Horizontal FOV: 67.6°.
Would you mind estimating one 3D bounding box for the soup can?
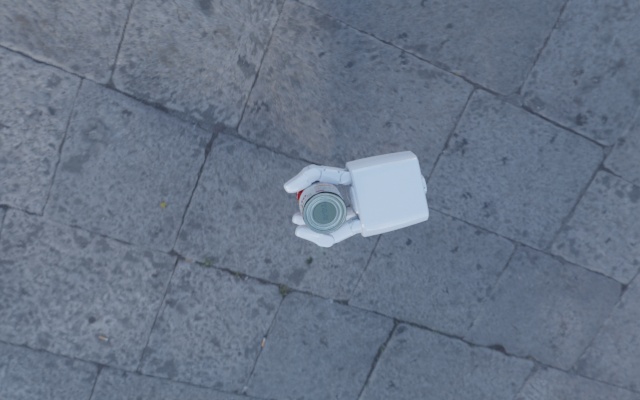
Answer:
[{"bbox_3d":[0.000,0.003,0.736,0.068,0.068,0.102,0,20,-8],"label":"soup can"}]
